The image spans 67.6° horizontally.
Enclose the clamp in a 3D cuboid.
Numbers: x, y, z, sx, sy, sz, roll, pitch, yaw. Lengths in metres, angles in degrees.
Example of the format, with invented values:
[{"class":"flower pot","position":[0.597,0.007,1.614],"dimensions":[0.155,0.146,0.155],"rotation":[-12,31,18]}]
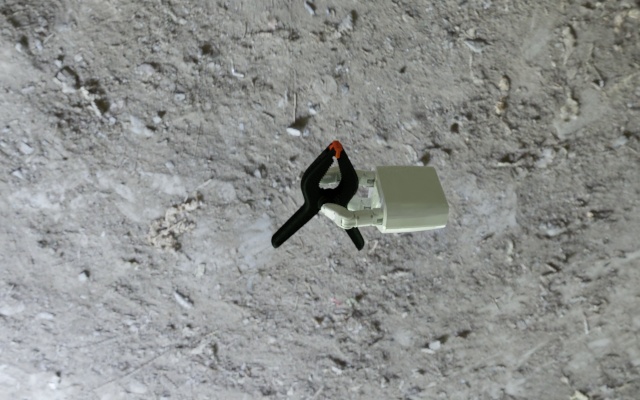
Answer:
[{"class":"clamp","position":[0.001,0.003,0.782],"dimensions":[0.164,0.210,0.036],"rotation":[-4,34,-10]}]
